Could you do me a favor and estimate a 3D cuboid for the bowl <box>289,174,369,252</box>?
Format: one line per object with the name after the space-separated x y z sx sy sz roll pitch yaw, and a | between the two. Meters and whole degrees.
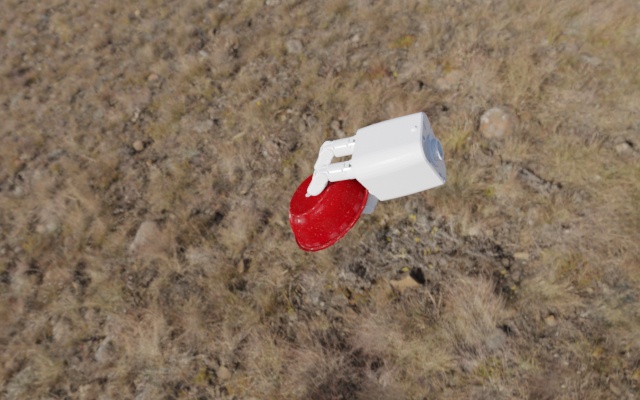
-0.001 0.003 0.785 0.055 0.162 0.162 41 -23 -29 | bowl
